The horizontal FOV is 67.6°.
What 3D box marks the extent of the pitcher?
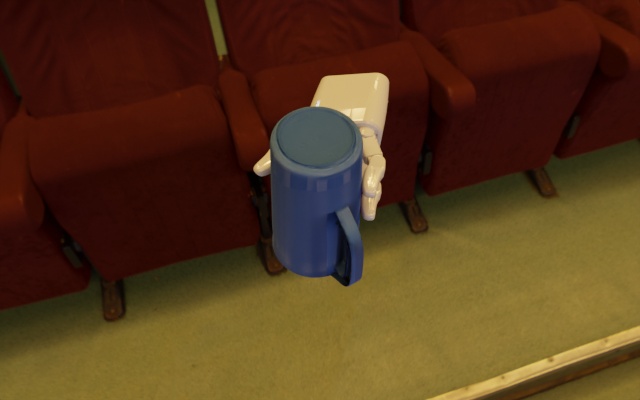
[{"bbox_3d":[0.000,0.002,0.636,0.149,0.145,0.243,13,-33,8],"label":"pitcher"}]
